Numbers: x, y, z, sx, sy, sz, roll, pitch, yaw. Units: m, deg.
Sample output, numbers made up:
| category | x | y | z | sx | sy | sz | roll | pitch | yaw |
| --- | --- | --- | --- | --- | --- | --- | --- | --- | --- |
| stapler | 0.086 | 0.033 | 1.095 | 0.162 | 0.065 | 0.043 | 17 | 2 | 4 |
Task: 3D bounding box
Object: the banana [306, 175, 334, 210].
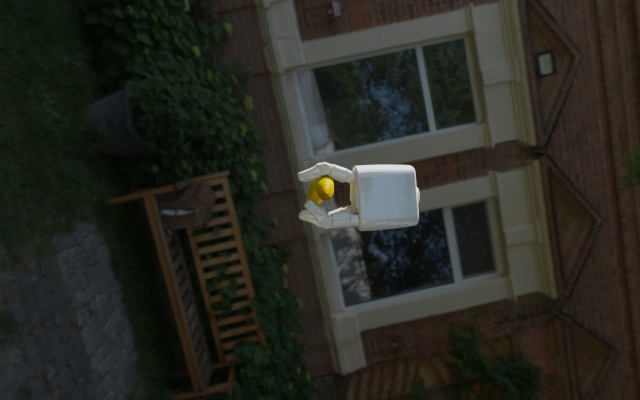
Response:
| category | x | y | z | sx | sy | sz | roll | pitch | yaw |
| --- | --- | --- | --- | --- | --- | --- | --- | --- | --- |
| banana | 0.001 | -0.015 | 0.886 | 0.037 | 0.069 | 0.198 | 6 | -13 | -8 |
